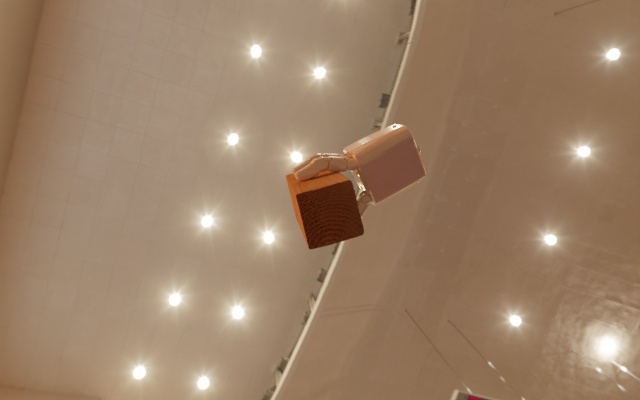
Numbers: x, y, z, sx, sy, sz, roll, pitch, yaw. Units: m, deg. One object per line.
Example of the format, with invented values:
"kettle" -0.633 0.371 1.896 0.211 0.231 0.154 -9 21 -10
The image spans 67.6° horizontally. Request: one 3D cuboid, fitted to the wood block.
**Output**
"wood block" 0.001 0.003 0.811 0.090 0.091 0.206 -15 12 -5
